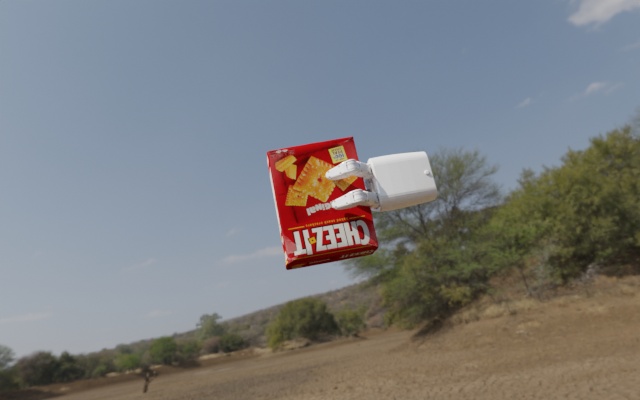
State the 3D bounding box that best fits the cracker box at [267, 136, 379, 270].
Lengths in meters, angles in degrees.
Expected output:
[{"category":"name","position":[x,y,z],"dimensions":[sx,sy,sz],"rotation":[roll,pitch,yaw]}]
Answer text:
[{"category":"cracker box","position":[0.000,0.003,0.864],"dimensions":[0.164,0.213,0.072],"rotation":[-10,-16,-7]}]
